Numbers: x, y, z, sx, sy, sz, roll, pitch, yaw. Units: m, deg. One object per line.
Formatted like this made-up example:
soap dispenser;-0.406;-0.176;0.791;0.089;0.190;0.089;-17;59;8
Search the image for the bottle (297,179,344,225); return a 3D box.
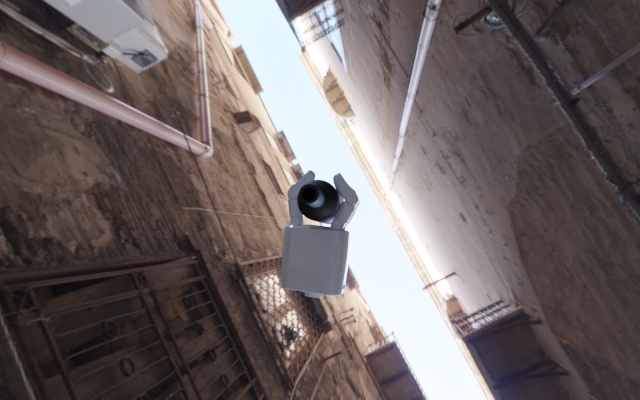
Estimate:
bottle;0.000;0.003;0.793;0.069;0.069;0.296;0;-5;6
